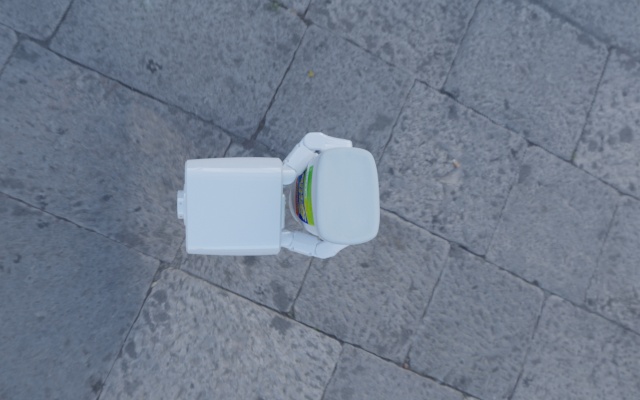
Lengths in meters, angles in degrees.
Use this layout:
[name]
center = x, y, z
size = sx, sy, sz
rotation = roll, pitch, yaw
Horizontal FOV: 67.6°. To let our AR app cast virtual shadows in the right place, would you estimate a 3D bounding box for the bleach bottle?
[bleach bottle]
center = 0.000, 0.002, 0.595
size = 0.068, 0.102, 0.251
rotation = 0, -4, -13
